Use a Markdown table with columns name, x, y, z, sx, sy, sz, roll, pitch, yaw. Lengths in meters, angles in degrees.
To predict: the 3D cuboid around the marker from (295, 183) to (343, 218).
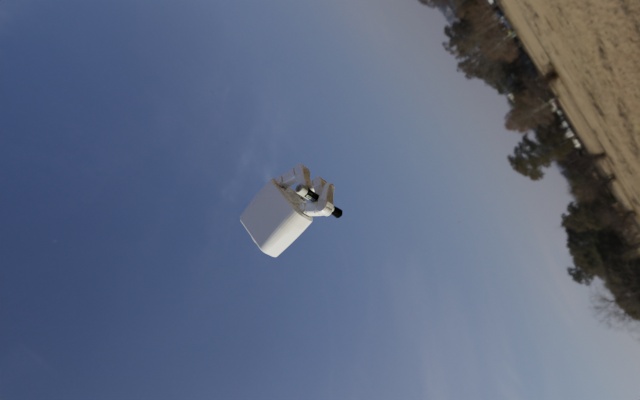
| name | x | y | z | sx | sy | sz | roll | pitch | yaw |
| --- | --- | --- | --- | --- | --- | --- | --- | --- | --- |
| marker | 0.000 | 0.003 | 0.885 | 0.020 | 0.020 | 0.121 | 0 | -25 | 45 |
